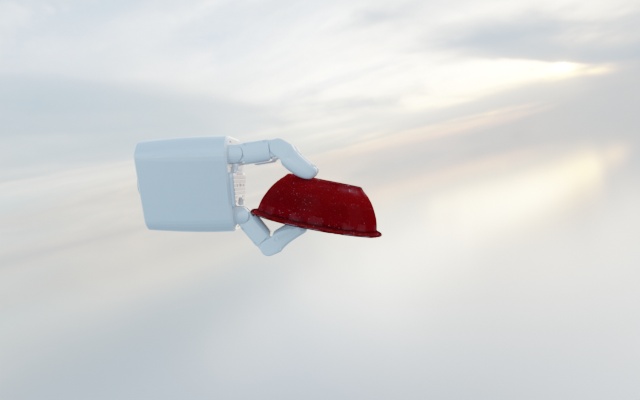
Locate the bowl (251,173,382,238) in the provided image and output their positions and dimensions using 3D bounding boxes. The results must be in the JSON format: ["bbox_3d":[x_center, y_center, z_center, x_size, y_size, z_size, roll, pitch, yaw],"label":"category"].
[{"bbox_3d":[0.001,0.002,0.579,0.162,0.055,0.162,11,3,-1],"label":"bowl"}]
